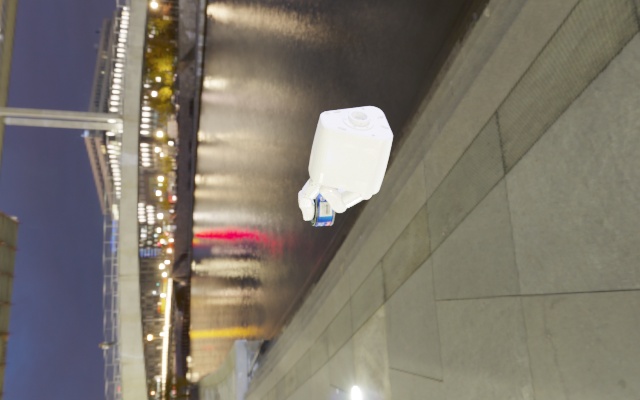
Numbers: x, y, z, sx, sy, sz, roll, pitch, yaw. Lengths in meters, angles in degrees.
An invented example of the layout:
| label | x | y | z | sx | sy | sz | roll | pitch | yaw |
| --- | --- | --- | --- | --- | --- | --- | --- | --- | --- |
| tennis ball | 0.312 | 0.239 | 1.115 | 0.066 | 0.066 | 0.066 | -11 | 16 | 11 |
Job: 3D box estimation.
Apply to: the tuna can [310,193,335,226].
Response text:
| label | x | y | z | sx | sy | sz | roll | pitch | yaw |
| --- | --- | --- | --- | --- | --- | --- | --- | --- | --- |
| tuna can | 0.000 | 0.003 | 0.846 | 0.034 | 0.086 | 0.086 | -3 | 1 | -12 |
